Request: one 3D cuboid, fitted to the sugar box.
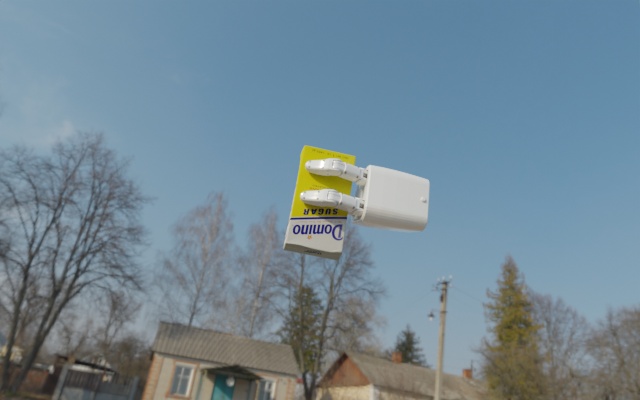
[{"bbox_3d":[0.000,0.002,0.786,0.093,0.176,0.048,11,-25,-6],"label":"sugar box"}]
